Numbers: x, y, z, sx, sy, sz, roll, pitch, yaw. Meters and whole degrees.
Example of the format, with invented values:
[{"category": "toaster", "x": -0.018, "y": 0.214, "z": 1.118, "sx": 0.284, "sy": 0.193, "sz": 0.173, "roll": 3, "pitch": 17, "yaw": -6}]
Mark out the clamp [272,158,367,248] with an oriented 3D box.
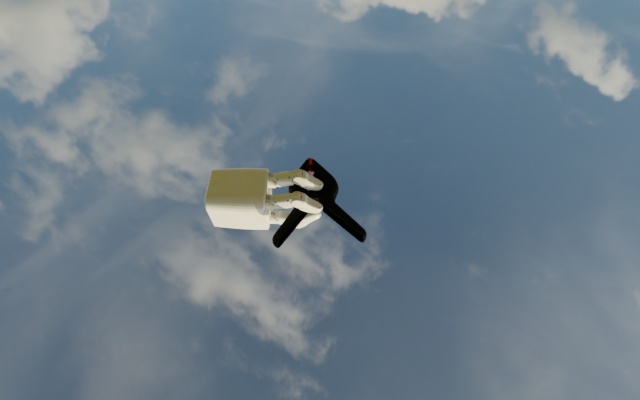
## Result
[{"category": "clamp", "x": 0.000, "y": 0.003, "z": 0.891, "sx": 0.164, "sy": 0.209, "sz": 0.036, "roll": 2, "pitch": -42, "yaw": -1}]
